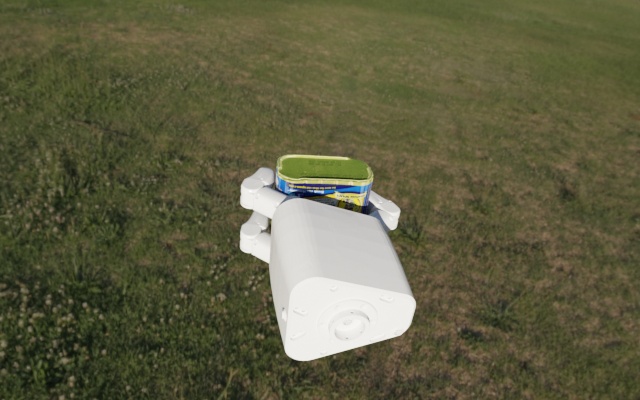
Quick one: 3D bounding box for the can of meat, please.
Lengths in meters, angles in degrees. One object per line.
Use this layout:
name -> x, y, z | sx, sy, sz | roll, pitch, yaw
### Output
can of meat -> 0.000, 0.001, 0.497 | 0.102, 0.084, 0.057 | 1, 33, -10
